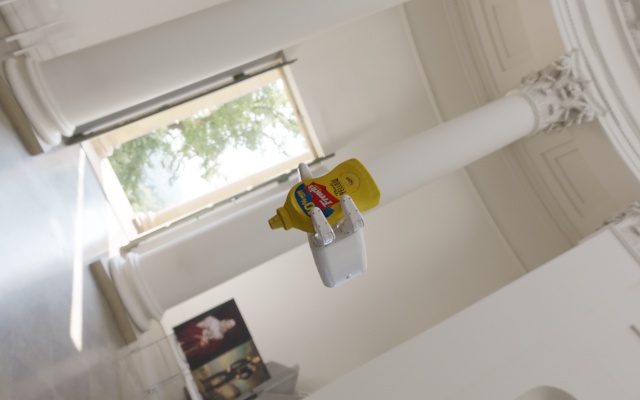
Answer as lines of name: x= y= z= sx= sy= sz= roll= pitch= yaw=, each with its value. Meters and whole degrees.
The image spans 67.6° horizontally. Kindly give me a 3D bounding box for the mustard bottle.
mustard bottle: x=0.000 y=0.002 z=0.820 sx=0.191 sy=0.096 sz=0.058 roll=-25 pitch=-26 yaw=-13
